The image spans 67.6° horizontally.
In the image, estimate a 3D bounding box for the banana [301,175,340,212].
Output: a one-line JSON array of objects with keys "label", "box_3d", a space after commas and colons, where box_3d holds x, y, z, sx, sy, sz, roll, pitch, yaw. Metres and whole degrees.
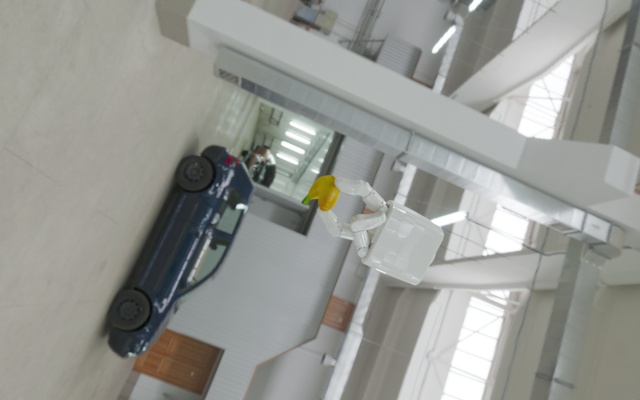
[{"label": "banana", "box_3d": [0.008, -0.014, 0.852, 0.037, 0.069, 0.198, 28, -3, -9]}]
